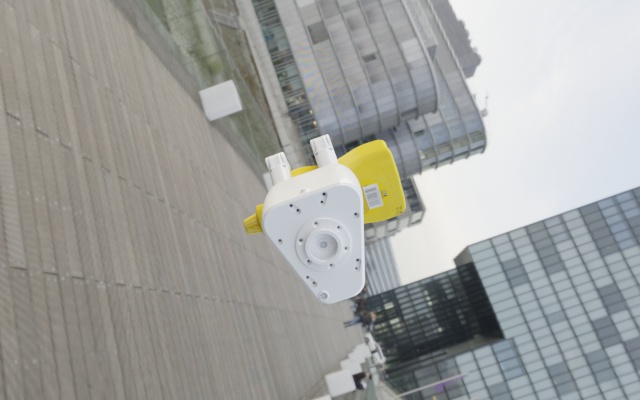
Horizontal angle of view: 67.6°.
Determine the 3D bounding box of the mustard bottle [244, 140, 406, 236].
[{"bbox_3d":[0.000,0.002,0.574,0.191,0.096,0.058,-19,35,3],"label":"mustard bottle"}]
